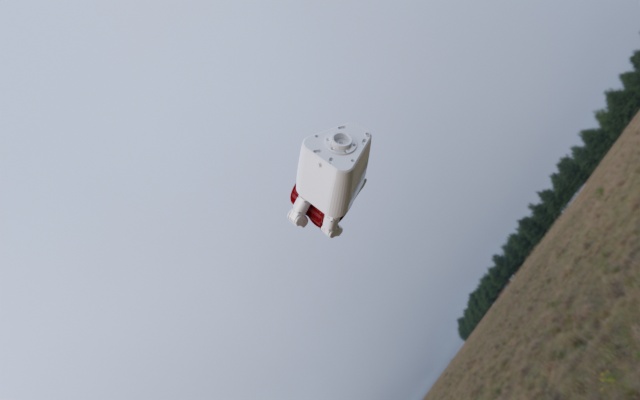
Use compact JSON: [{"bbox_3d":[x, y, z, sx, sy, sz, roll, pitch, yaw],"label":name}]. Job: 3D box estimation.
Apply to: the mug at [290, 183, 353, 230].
[{"bbox_3d":[0.000,0.004,0.853,0.081,0.117,0.093,38,55,21],"label":"mug"}]
